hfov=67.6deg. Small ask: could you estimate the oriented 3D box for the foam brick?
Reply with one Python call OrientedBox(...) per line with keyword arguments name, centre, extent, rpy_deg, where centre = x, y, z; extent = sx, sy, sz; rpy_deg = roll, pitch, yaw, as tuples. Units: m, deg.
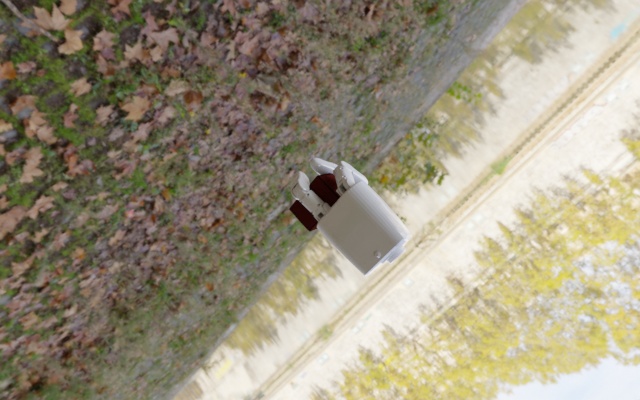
OrientedBox(name="foam brick", centre=(0.000, 0.003, 0.750), extent=(0.078, 0.051, 0.053), rpy_deg=(-49, -14, 24))
